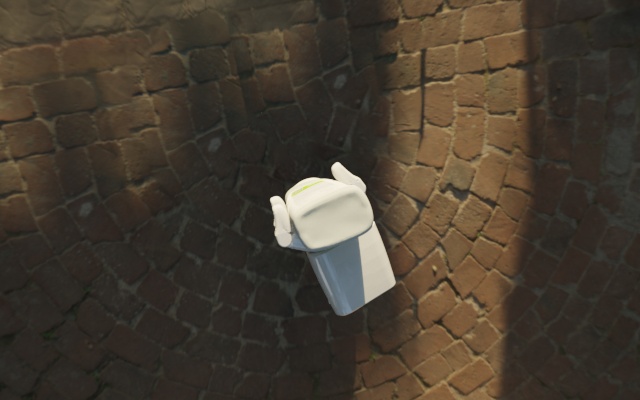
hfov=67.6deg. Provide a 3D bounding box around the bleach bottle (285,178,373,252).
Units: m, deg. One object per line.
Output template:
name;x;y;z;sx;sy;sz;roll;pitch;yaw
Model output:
bleach bottle;0.000;0.002;0.712;0.102;0.068;0.250;-22;13;-3
